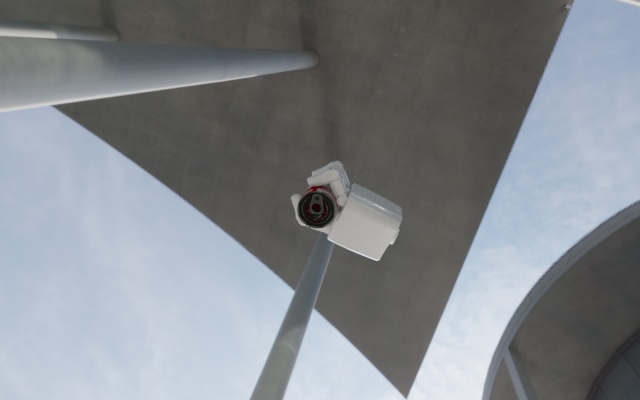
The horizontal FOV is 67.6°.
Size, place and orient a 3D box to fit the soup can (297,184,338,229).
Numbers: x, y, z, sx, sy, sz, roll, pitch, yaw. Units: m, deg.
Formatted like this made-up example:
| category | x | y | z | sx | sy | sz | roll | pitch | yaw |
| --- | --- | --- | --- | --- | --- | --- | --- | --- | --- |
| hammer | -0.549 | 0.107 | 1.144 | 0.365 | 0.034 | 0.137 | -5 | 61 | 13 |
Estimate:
| category | x | y | z | sx | sy | sz | roll | pitch | yaw |
| --- | --- | --- | --- | --- | --- | --- | --- | --- | --- |
| soup can | 0.000 | 0.003 | 0.877 | 0.068 | 0.068 | 0.102 | 0 | 17 | 9 |
